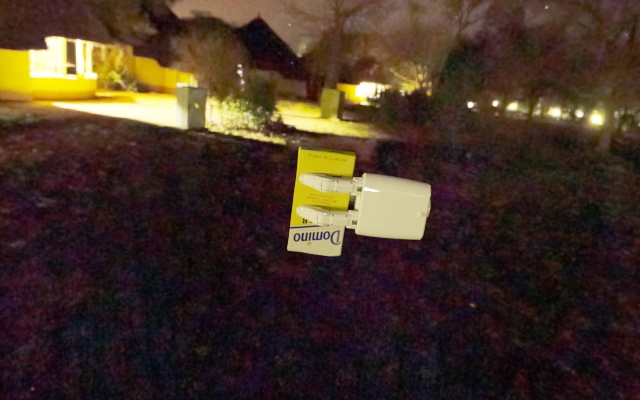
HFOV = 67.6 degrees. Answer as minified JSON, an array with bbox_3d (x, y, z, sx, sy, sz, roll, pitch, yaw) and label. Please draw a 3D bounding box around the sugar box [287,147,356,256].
[{"bbox_3d":[0.000,0.003,0.798,0.093,0.176,0.048,7,14,-1],"label":"sugar box"}]
